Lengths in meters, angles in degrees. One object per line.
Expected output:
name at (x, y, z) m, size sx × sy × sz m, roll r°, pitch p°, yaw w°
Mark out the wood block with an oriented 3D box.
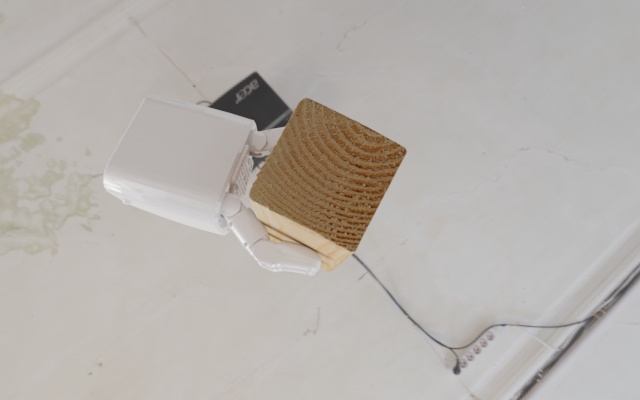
wood block at (0.000, 0.001, 0.444) m, size 0.090 × 0.091 × 0.206 m, roll 27°, pitch -12°, yaw 2°
